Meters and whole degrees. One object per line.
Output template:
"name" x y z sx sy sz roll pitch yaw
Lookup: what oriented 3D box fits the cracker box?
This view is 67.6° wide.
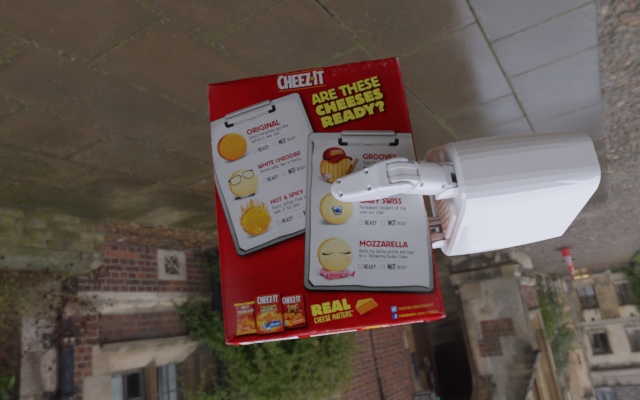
"cracker box" 0.000 0.001 0.400 0.164 0.213 0.072 -8 -15 1
